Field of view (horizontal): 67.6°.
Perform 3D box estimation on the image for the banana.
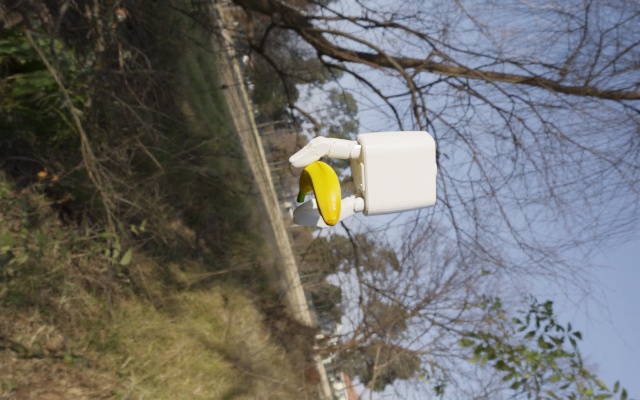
[{"bbox_3d":[0.000,-0.017,0.645,0.037,0.069,0.197,-1,8,-11],"label":"banana"}]
